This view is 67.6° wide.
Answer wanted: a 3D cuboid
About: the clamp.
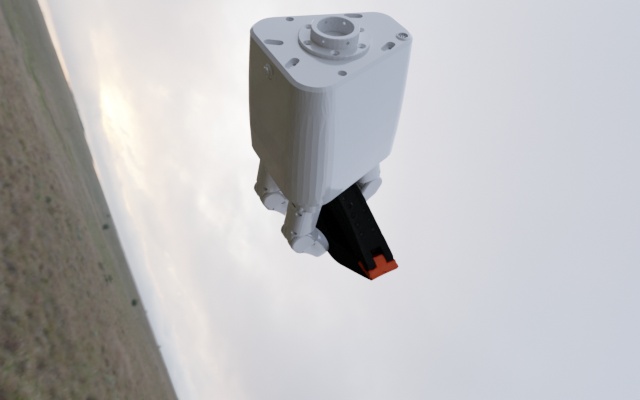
[{"bbox_3d":[0.001,0.001,0.459,0.036,0.210,0.165,-22,-36,-20],"label":"clamp"}]
